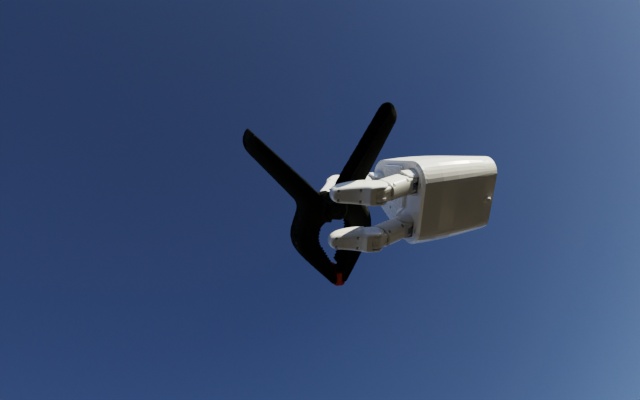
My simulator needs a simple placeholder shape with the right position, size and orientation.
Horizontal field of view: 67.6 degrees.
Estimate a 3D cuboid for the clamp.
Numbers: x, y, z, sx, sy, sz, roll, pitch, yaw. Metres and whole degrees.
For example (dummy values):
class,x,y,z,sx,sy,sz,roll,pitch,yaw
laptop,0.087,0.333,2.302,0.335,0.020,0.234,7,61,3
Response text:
class,x,y,z,sx,sy,sz,roll,pitch,yaw
clamp,0.000,0.002,0.520,0.164,0.210,0.036,-7,25,-18
